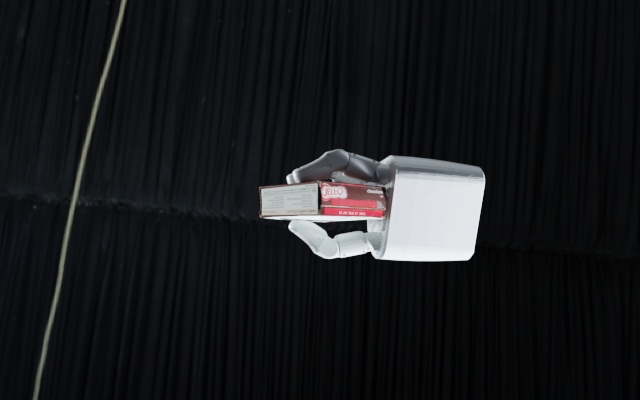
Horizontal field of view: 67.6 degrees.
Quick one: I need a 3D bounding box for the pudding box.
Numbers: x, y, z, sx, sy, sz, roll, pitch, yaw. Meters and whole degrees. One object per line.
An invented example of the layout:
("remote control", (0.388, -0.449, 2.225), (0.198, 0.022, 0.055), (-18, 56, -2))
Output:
("pudding box", (0.000, 0.002, 0.512), (0.090, 0.039, 0.113), (5, -7, -38))
